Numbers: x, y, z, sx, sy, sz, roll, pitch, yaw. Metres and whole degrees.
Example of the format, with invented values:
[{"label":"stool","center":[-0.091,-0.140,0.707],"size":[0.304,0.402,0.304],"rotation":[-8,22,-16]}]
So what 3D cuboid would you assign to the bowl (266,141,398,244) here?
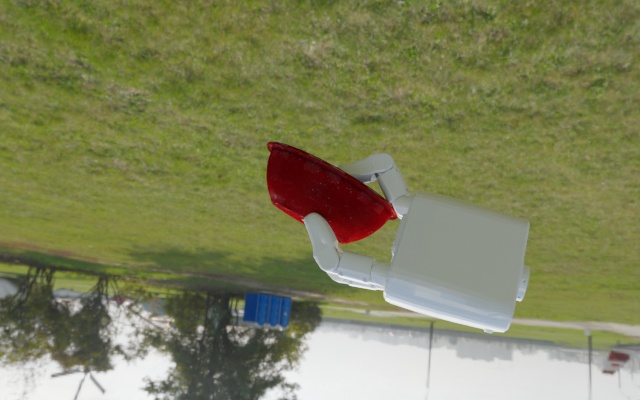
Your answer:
[{"label":"bowl","center":[-0.001,0.002,0.515],"size":[0.162,0.055,0.162],"rotation":[29,-6,4]}]
